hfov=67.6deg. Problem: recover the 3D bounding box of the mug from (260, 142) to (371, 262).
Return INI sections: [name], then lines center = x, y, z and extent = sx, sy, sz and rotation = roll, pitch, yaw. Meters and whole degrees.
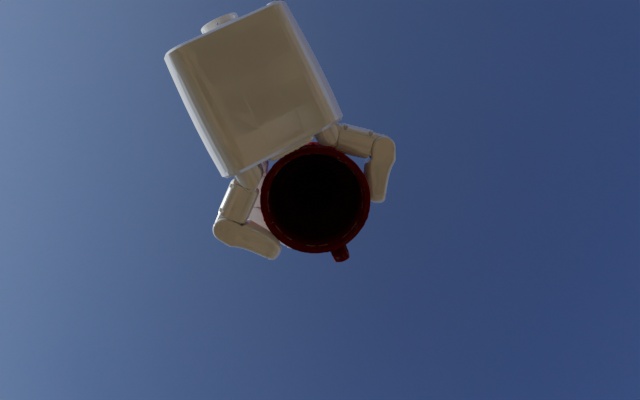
[mug]
center = 0.001, 0.003, 0.441
extent = 0.093, 0.117, 0.081
rotation = -25, 14, 5
